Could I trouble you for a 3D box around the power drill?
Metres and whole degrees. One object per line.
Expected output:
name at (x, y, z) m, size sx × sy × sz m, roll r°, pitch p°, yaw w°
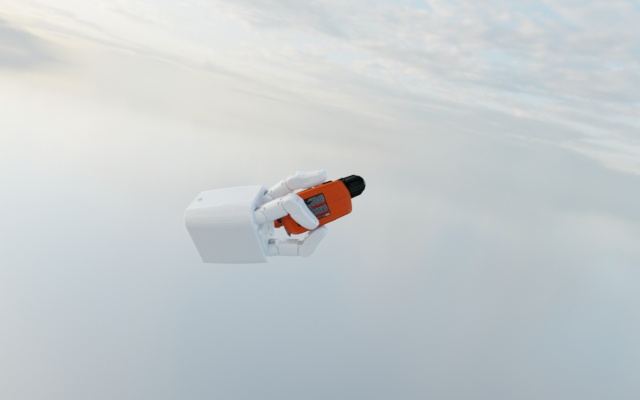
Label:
power drill at (0.000, 0.003, 0.776) m, size 0.184 × 0.057 × 0.187 m, roll -23°, pitch 3°, yaw -4°
